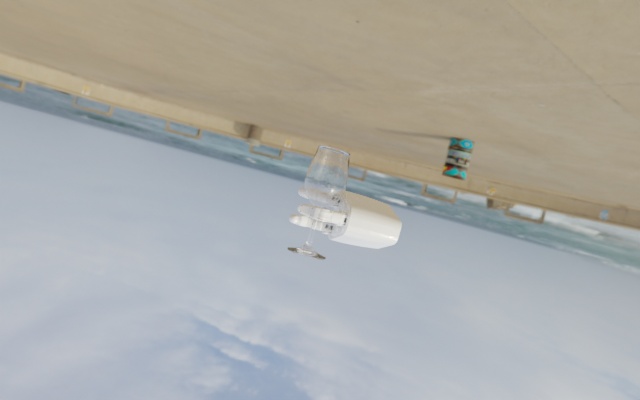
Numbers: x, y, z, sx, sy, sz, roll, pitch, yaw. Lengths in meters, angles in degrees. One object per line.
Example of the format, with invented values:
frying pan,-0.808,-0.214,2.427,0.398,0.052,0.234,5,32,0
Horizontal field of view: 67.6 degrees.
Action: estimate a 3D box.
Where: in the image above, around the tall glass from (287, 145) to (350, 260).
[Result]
tall glass,0.000,0.004,0.884,0.079,0.201,0.079,15,2,0
